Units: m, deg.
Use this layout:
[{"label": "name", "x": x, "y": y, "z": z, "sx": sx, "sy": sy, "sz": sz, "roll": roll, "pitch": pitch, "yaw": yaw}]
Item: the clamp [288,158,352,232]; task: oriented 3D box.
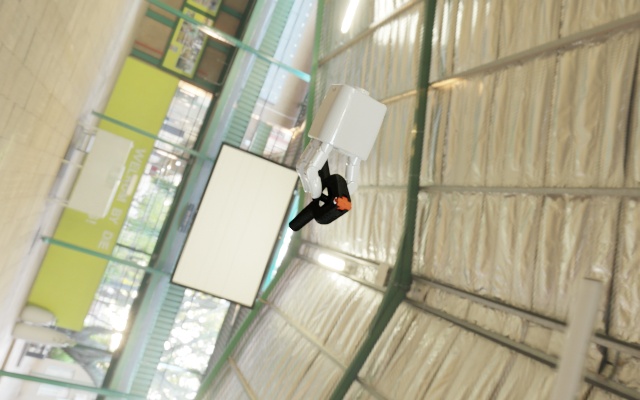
[{"label": "clamp", "x": 0.001, "y": 0.003, "z": 0.881, "sx": 0.036, "sy": 0.164, "sz": 0.210, "roll": 21, "pitch": 6, "yaw": -21}]
